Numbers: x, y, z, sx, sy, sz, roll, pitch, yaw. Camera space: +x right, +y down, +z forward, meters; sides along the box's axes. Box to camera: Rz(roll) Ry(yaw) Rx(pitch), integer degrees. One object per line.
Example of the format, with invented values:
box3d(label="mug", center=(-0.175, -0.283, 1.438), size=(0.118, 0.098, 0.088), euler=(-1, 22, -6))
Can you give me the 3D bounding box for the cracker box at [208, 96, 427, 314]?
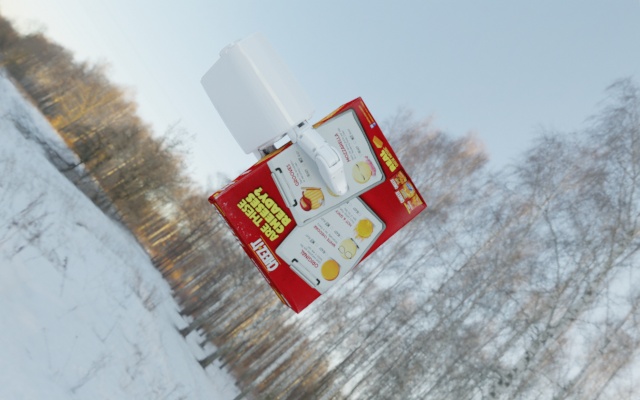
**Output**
box3d(label="cracker box", center=(0.000, 0.002, 0.579), size=(0.213, 0.164, 0.072), euler=(-37, 12, -17))
